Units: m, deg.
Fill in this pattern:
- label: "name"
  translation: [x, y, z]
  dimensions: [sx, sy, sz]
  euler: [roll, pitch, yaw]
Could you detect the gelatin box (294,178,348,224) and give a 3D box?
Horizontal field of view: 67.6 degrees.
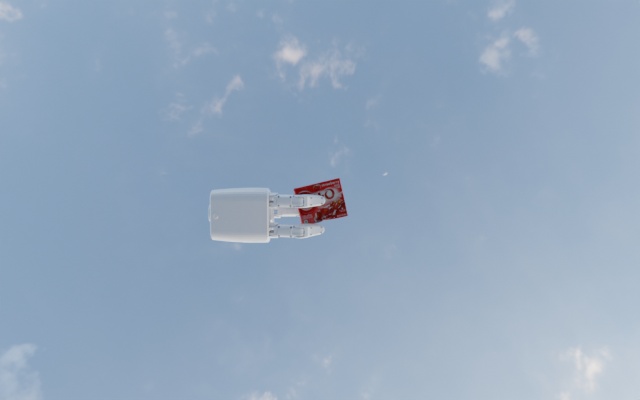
- label: "gelatin box"
  translation: [0.000, 0.003, 0.893]
  dimensions: [0.089, 0.073, 0.030]
  euler: [-13, 2, -3]
